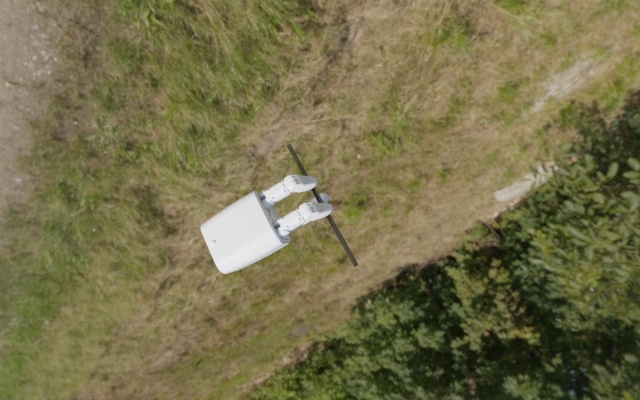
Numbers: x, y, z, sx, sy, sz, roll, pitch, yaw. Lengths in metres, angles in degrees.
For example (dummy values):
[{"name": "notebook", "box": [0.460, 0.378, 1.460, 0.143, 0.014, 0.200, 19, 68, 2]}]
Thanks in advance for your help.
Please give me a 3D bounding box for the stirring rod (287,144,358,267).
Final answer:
[{"name": "stirring rod", "box": [0.000, 0.003, 0.774, 0.011, 0.239, 0.011, -25, -23, -11]}]
